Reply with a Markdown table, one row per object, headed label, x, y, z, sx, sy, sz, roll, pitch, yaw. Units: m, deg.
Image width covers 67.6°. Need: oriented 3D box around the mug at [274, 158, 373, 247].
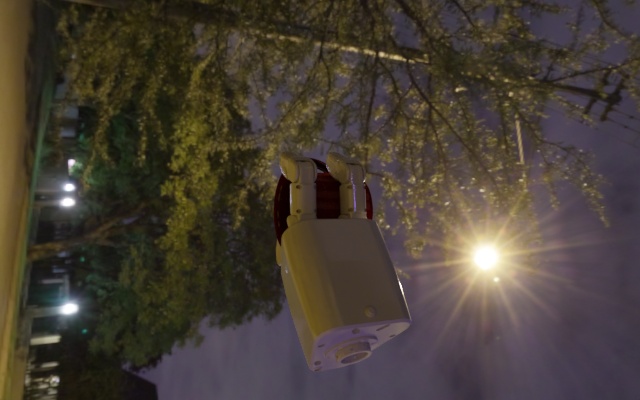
| label | x | y | z | sx | sy | sz | roll | pitch | yaw |
| --- | --- | --- | --- | --- | --- | --- | --- | --- | --- |
| mug | 0.000 | 0.001 | 0.525 | 0.081 | 0.117 | 0.093 | 1 | -38 | -26 |
